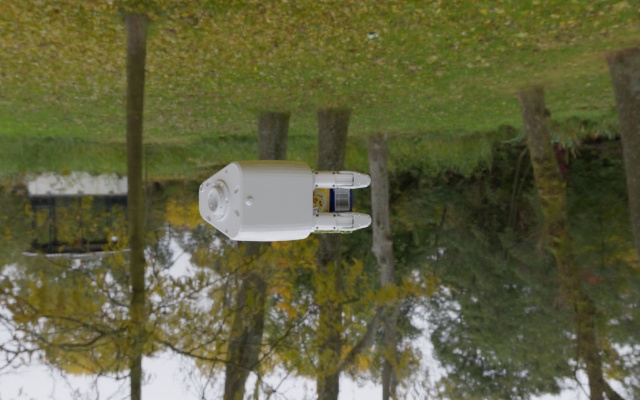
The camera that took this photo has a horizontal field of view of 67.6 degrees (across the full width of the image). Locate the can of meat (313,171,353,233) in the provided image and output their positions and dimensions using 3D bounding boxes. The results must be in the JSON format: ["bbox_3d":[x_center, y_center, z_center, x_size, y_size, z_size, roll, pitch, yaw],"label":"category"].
[{"bbox_3d":[0.000,0.003,0.676,0.057,0.084,0.102,0,1,-44],"label":"can of meat"}]
